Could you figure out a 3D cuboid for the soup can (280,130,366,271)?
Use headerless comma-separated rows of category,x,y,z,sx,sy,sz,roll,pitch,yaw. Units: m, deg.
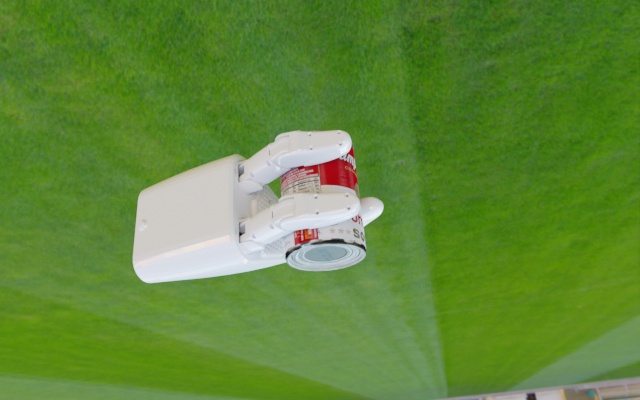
soup can,0.001,0.002,0.406,0.068,0.102,0.068,-4,-26,-2
